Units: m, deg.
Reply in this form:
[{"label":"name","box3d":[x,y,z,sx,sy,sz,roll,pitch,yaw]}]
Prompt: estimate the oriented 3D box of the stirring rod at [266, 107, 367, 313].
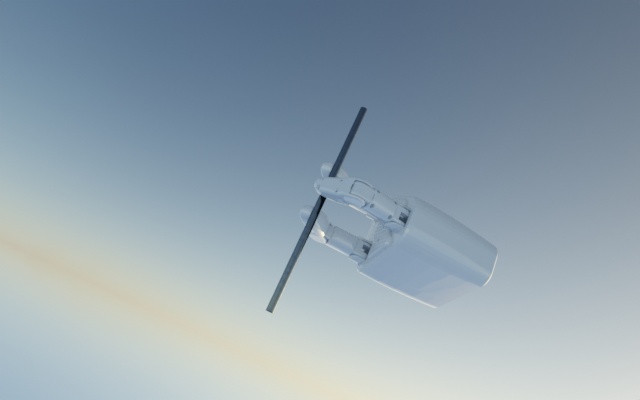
[{"label":"stirring rod","box3d":[0.000,0.002,0.487,0.011,0.239,0.011,22,-20,8]}]
